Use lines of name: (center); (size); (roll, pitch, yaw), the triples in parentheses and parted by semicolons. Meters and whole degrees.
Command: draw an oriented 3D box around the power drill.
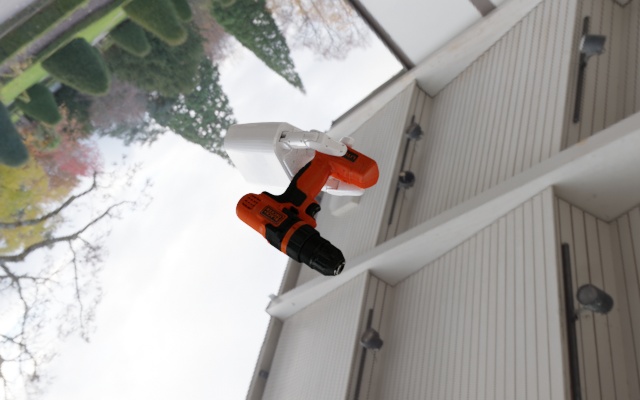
power drill: (0.000, 0.002, 0.677); (0.184, 0.057, 0.187); (32, 60, 26)
